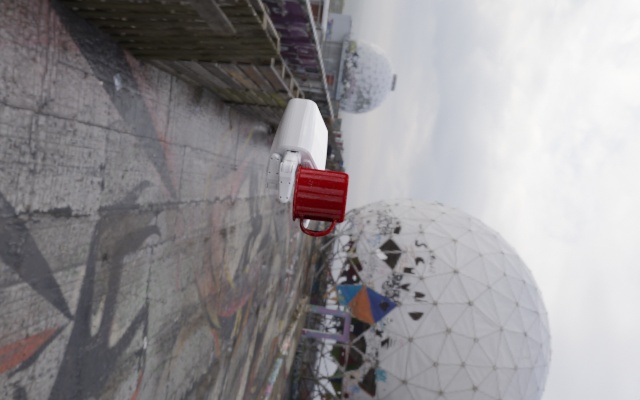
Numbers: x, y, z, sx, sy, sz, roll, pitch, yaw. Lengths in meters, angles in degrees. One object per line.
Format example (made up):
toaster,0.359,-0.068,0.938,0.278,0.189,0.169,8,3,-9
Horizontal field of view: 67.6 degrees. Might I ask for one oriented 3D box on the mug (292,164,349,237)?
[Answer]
mug,0.000,0.004,0.760,0.081,0.117,0.093,7,-28,2
